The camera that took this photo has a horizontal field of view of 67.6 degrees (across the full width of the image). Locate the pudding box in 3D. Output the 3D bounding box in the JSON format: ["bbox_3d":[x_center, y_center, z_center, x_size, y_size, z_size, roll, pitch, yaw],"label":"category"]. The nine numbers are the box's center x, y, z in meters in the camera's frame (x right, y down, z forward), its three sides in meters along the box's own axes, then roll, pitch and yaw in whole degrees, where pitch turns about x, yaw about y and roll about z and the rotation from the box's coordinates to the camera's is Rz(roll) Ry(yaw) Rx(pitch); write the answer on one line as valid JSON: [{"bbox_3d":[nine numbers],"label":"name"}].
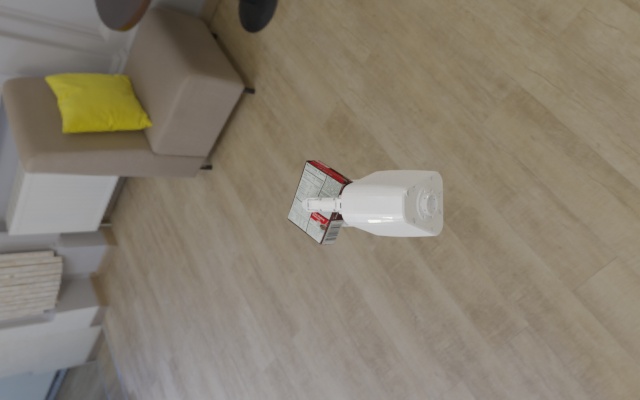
[{"bbox_3d":[0.000,0.003,0.773,0.039,0.113,0.090,-1,29,-47],"label":"pudding box"}]
